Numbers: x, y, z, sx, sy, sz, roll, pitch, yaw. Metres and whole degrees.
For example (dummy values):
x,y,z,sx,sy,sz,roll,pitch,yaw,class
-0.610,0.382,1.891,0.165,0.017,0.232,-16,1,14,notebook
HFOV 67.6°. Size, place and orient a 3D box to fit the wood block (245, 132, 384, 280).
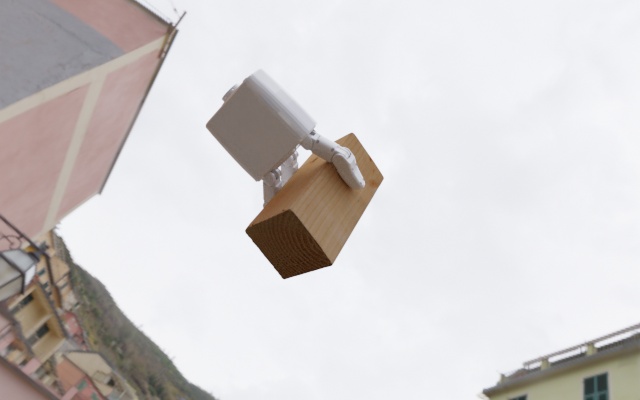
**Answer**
x,y,z,sx,sy,sz,roll,pitch,yaw,class
0.000,0.002,0.661,0.091,0.090,0.206,-23,20,39,wood block
